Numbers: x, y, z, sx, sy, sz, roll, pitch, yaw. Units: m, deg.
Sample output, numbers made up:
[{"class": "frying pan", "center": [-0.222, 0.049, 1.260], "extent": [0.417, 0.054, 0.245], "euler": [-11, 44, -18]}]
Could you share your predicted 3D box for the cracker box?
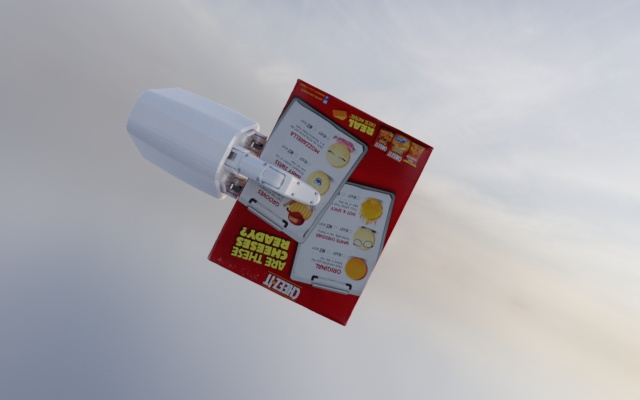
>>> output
[{"class": "cracker box", "center": [0.000, 0.002, 0.529], "extent": [0.164, 0.213, 0.072], "euler": [26, 0, -1]}]
